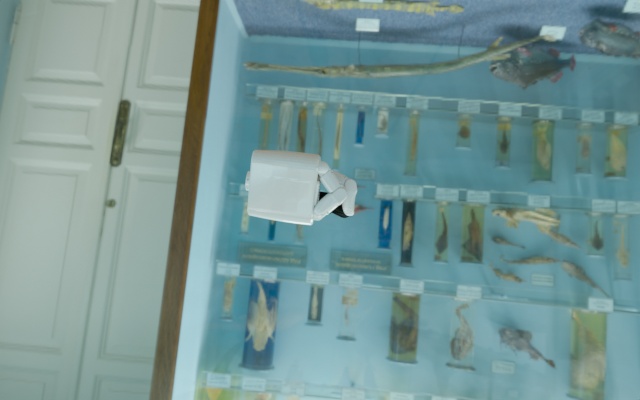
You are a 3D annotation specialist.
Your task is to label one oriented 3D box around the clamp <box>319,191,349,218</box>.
[{"bbox_3d":[0.000,0.003,0.869,0.120,0.039,0.171,9,-8,2],"label":"clamp"}]
